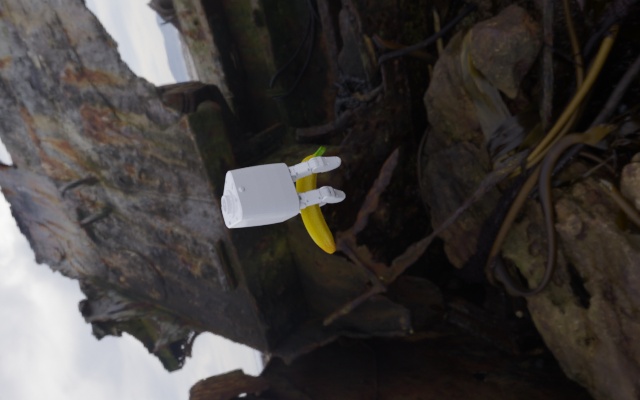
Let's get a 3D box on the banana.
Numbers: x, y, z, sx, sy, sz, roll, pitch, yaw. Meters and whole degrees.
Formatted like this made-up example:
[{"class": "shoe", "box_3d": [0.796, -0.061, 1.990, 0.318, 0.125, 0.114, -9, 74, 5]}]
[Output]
[{"class": "banana", "box_3d": [-0.012, 0.002, 0.887, 0.037, 0.198, 0.069, -2, -7, -42]}]
